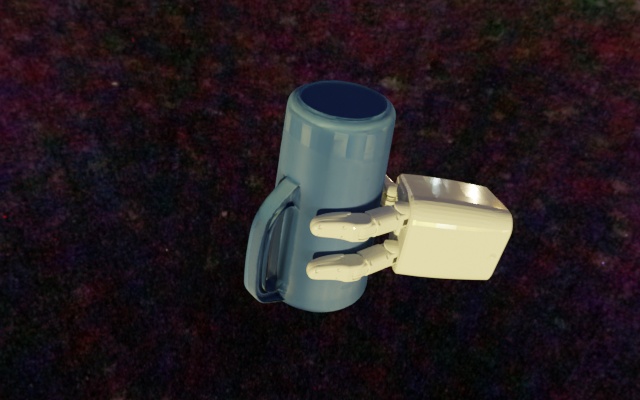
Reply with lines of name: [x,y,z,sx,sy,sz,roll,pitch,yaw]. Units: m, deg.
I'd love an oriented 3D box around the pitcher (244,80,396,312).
pitcher: [0.000,0.002,0.528,0.145,0.243,0.149,7,36,-2]
